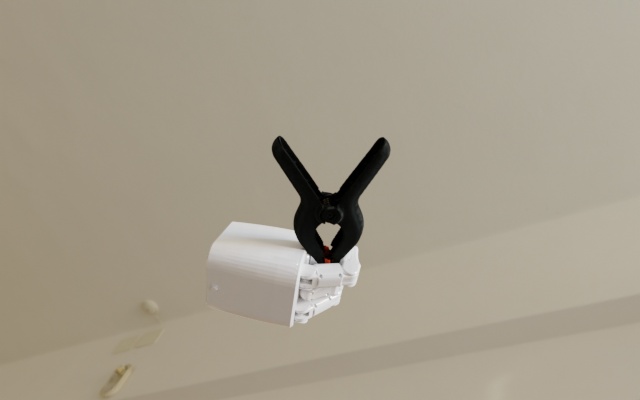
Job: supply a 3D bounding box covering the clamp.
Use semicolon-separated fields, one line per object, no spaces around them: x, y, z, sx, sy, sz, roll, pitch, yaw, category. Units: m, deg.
0.000;0.002;0.523;0.120;0.171;0.039;11;29;-1;clamp
